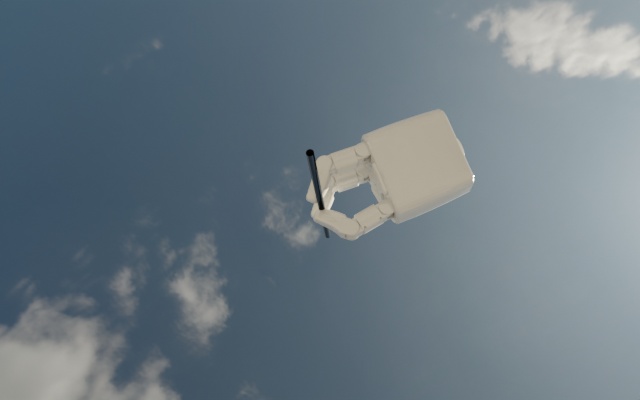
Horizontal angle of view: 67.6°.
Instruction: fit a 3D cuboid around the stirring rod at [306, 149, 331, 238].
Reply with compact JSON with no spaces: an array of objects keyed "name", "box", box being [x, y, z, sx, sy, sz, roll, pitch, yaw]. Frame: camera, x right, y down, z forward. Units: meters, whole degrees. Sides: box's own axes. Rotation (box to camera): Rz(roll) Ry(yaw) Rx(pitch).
[{"name":"stirring rod","box":[0.000,0.002,0.572,0.011,0.011,0.240,0,-24,5]}]
